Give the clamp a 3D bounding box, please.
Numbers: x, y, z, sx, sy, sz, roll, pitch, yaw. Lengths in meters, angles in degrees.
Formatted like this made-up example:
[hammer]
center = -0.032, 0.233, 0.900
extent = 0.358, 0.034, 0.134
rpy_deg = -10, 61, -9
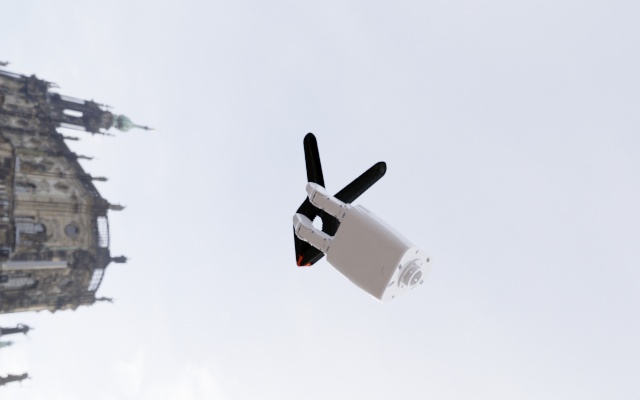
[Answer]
[clamp]
center = 0.001, 0.003, 0.748
extent = 0.036, 0.210, 0.164
rpy_deg = 7, 22, -48
